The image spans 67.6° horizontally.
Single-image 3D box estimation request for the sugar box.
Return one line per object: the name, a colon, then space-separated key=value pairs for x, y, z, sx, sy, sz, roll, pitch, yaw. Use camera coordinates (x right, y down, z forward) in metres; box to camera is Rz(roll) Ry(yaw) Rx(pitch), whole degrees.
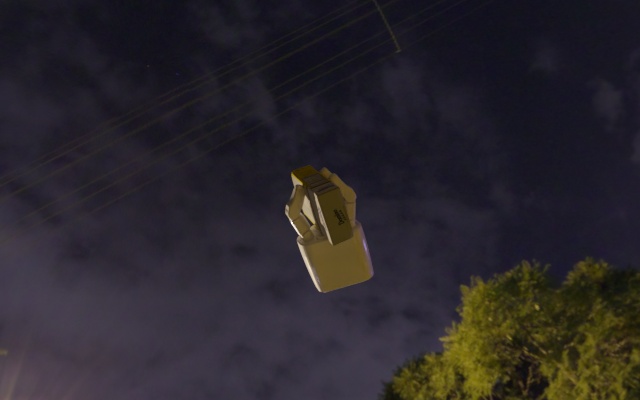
sugar box: x=0.001 y=0.003 z=0.825 sx=0.048 sy=0.093 sz=0.176 roll=-23 pitch=22 yaw=-13
